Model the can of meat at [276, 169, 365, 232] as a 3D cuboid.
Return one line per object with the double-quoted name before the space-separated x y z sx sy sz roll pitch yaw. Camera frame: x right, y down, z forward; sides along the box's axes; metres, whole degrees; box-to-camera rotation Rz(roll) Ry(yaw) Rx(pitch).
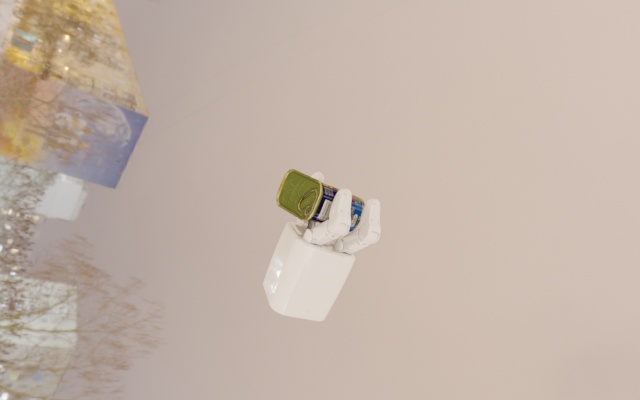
"can of meat" 0.000 0.002 0.671 0.084 0.057 0.102 20 4 -35
